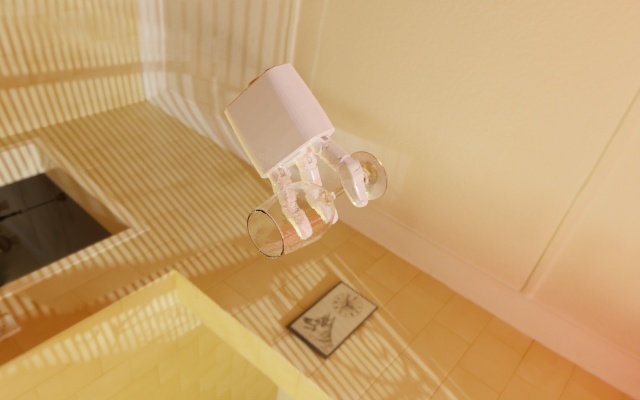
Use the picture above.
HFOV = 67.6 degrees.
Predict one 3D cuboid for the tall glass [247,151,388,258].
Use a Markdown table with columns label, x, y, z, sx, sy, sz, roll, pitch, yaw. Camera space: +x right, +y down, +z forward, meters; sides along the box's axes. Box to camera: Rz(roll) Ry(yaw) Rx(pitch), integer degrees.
| label | x | y | z | sx | sy | sz | roll | pitch | yaw |
| --- | --- | --- | --- | --- | --- | --- | --- | --- | --- |
| tall glass | 0.001 | 0.002 | 0.616 | 0.079 | 0.079 | 0.201 | 0 | 22 | 44 |
